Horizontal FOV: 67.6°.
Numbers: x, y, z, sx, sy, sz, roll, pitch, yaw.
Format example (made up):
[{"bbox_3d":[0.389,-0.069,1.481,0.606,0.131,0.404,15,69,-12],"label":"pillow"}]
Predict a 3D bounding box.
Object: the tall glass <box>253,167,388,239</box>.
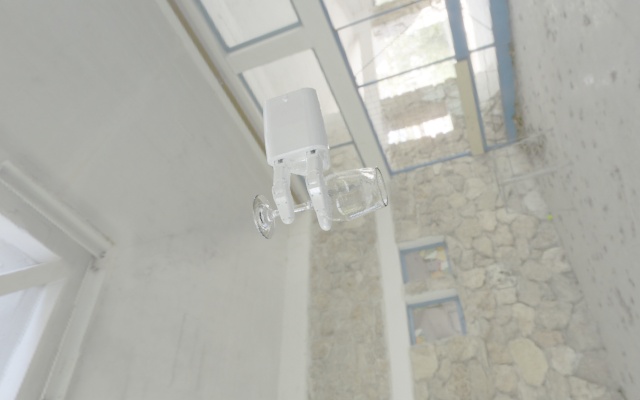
[{"bbox_3d":[0.000,0.003,0.744,0.201,0.079,0.079,-14,-4,17],"label":"tall glass"}]
